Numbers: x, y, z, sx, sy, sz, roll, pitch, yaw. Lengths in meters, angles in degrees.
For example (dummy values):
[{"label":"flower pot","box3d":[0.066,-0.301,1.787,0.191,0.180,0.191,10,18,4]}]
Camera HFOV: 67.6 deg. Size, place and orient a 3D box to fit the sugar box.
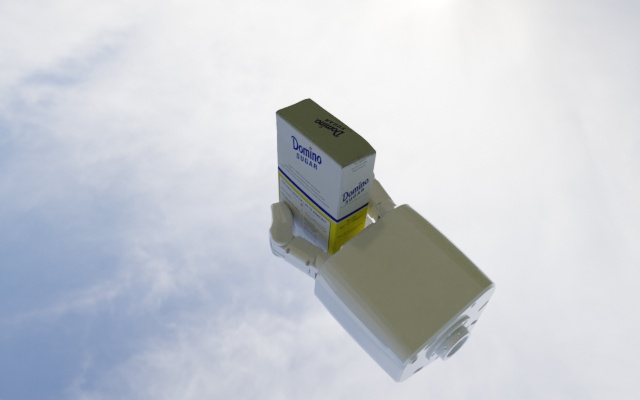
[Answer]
[{"label":"sugar box","box3d":[0.001,0.001,0.457,0.048,0.176,0.093,-27,54,-30]}]
